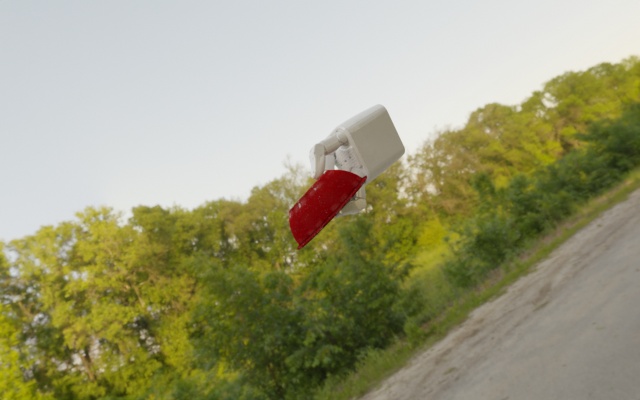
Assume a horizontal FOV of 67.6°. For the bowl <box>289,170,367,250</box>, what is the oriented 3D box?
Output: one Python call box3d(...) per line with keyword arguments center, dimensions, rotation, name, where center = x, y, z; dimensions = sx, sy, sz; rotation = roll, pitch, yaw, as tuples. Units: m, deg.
box3d(center=(-0.001, 0.003, 0.761), dimensions=(0.055, 0.162, 0.162), rotation=(43, -2, -2), name="bowl")
